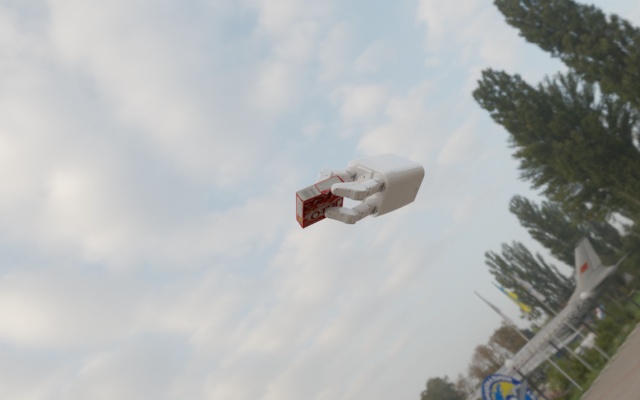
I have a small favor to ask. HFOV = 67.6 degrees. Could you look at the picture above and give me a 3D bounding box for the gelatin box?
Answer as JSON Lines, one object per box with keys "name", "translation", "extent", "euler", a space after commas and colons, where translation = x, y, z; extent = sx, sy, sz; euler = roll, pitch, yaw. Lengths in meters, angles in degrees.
{"name": "gelatin box", "translation": [0.000, 0.003, 0.850], "extent": [0.089, 0.073, 0.030], "euler": [-23, 52, -23]}
